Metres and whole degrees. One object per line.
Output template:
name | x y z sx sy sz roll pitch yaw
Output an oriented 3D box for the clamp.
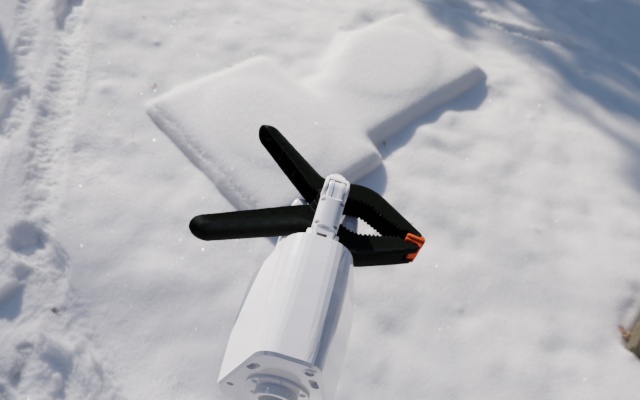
clamp | 0.001 0.001 0.470 0.210 0.164 0.036 17 -43 -1
